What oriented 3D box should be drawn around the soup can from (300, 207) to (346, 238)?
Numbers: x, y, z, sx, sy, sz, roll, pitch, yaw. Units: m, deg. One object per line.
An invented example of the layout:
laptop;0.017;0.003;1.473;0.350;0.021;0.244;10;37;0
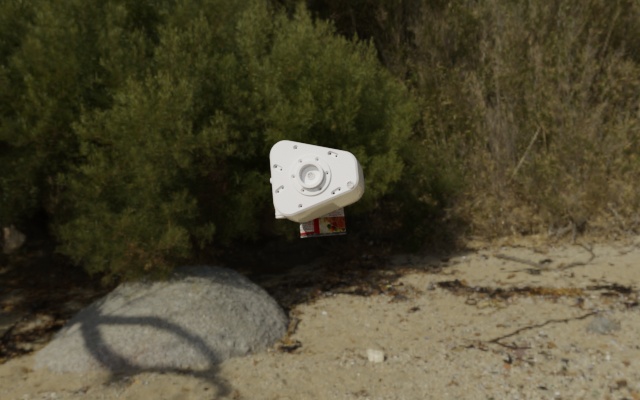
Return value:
soup can;0.000;0.002;0.711;0.068;0.102;0.068;-5;-5;0
